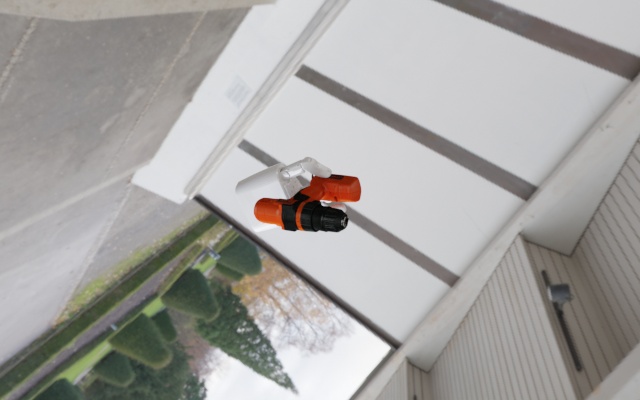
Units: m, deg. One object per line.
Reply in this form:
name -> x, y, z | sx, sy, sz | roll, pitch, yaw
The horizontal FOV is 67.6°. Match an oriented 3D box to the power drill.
power drill -> 0.000, 0.003, 0.868 | 0.184, 0.057, 0.187 | 9, 22, 31
